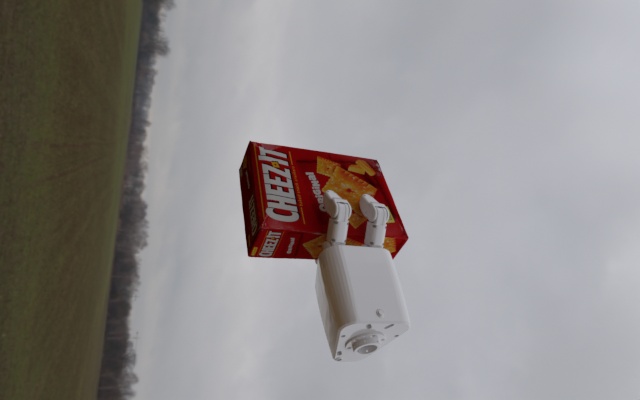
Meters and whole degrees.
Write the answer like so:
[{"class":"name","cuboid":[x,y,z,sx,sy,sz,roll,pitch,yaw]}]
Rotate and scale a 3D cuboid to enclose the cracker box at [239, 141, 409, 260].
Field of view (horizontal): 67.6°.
[{"class":"cracker box","cuboid":[0.000,0.002,0.685,0.214,0.164,0.072,6,-44,-22]}]
